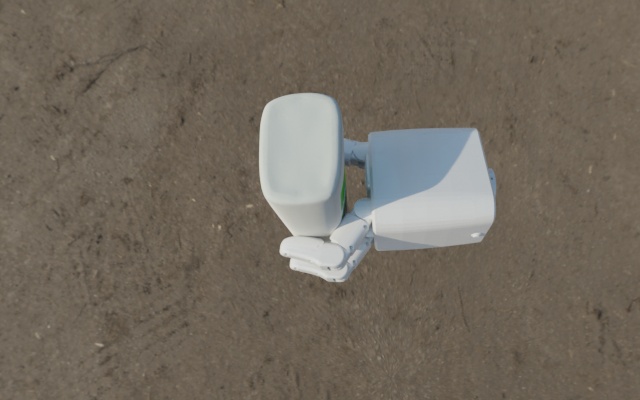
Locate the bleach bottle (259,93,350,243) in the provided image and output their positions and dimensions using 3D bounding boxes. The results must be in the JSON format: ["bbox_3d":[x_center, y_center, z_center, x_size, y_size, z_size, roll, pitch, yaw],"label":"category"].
[{"bbox_3d":[0.000,0.002,0.488,0.068,0.102,0.251,-3,-21,7],"label":"bleach bottle"}]
